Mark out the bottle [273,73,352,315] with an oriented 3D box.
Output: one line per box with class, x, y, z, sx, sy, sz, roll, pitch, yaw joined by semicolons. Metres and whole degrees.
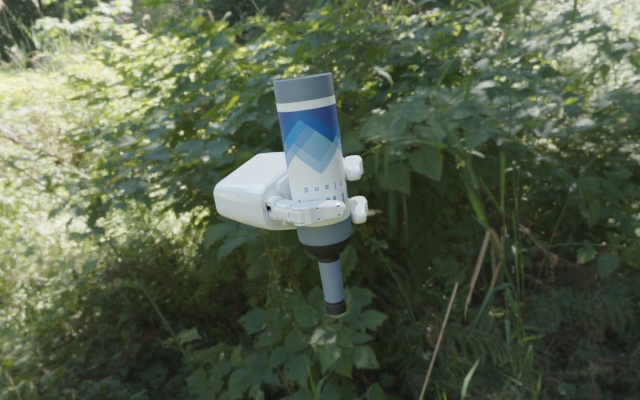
bottle;0.000;0.002;0.574;0.069;0.296;0.069;-8;16;2
